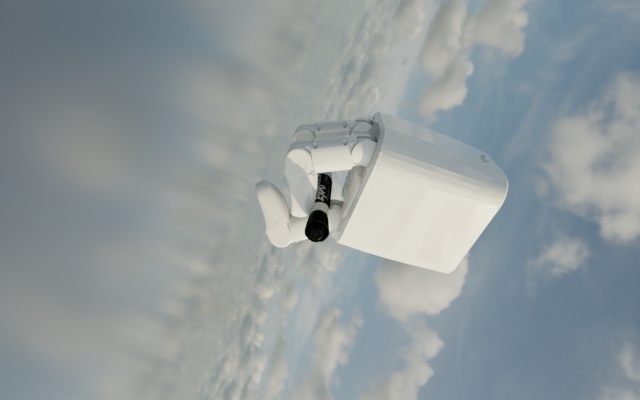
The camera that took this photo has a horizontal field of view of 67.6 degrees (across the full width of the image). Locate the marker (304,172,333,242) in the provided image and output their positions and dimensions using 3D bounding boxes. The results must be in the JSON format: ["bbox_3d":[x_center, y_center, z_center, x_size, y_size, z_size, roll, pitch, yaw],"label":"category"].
[{"bbox_3d":[0.000,0.001,0.406,0.020,0.020,0.121,0,23,3],"label":"marker"}]
